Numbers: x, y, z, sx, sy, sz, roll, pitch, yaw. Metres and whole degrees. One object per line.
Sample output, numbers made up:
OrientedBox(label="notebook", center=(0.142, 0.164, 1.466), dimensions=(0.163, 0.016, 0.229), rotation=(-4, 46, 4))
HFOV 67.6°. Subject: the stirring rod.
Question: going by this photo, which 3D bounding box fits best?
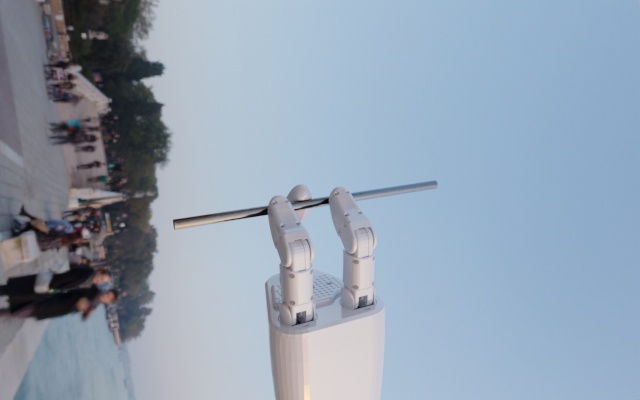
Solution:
OrientedBox(label="stirring rod", center=(0.000, 0.001, 0.402), dimensions=(0.239, 0.011, 0.011), rotation=(-9, 4, -24))
